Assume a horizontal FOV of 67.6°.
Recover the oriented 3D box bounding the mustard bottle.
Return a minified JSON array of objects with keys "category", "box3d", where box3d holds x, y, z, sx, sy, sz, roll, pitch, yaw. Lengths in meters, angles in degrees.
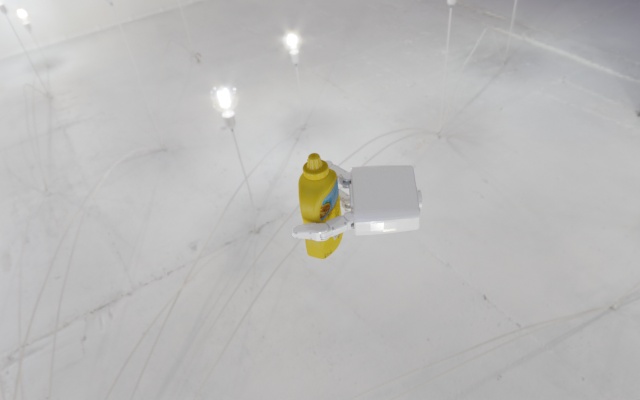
[{"category":"mustard bottle","box3d":[0.000,0.003,0.798,0.058,0.192,0.096,13,45,22]}]
